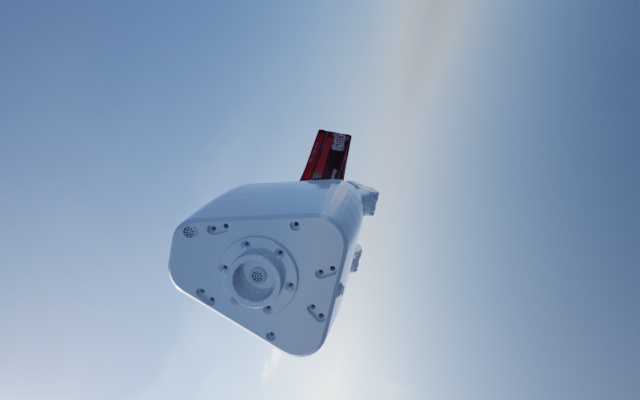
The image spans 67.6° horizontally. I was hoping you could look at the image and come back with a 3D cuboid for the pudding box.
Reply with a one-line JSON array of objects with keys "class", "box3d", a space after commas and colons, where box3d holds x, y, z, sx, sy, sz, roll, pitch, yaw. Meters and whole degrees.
[{"class": "pudding box", "box3d": [0.000, 0.002, 0.465, 0.039, 0.114, 0.090, 14, 41, 4]}]
